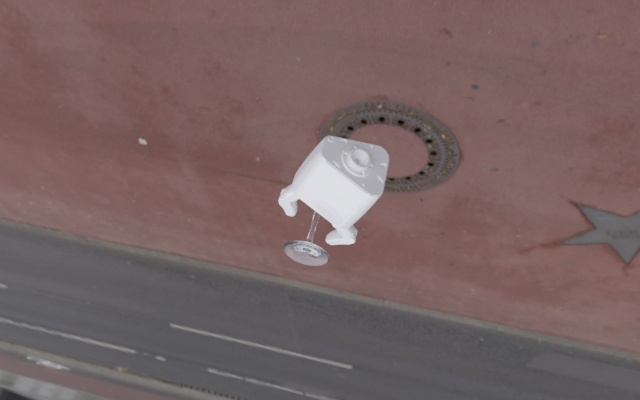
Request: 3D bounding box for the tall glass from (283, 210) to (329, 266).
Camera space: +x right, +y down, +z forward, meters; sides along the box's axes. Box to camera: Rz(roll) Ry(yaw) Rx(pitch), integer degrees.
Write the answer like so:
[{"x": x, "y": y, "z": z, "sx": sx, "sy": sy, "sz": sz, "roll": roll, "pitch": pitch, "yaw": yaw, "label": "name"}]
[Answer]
[{"x": 0.000, "y": 0.003, "z": 0.795, "sx": 0.079, "sy": 0.201, "sz": 0.079, "roll": 11, "pitch": -33, "yaw": 7, "label": "tall glass"}]
